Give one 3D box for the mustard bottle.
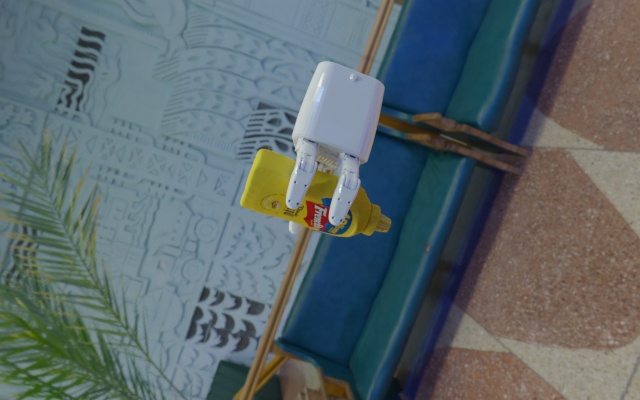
[{"bbox_3d":[0.000,0.002,0.608,0.191,0.058,0.096,19,-37,-10],"label":"mustard bottle"}]
